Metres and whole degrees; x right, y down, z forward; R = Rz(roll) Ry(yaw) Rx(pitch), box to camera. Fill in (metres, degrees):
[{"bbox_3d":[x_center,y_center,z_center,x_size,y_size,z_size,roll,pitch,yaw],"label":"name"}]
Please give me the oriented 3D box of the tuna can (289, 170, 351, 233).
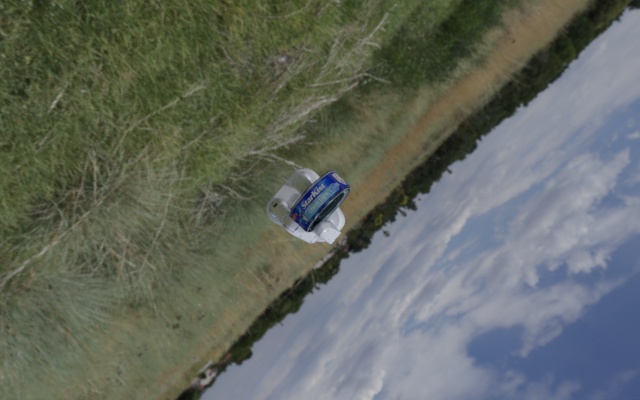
[{"bbox_3d":[0.000,0.002,0.636,0.033,0.086,0.086,44,10,10],"label":"tuna can"}]
